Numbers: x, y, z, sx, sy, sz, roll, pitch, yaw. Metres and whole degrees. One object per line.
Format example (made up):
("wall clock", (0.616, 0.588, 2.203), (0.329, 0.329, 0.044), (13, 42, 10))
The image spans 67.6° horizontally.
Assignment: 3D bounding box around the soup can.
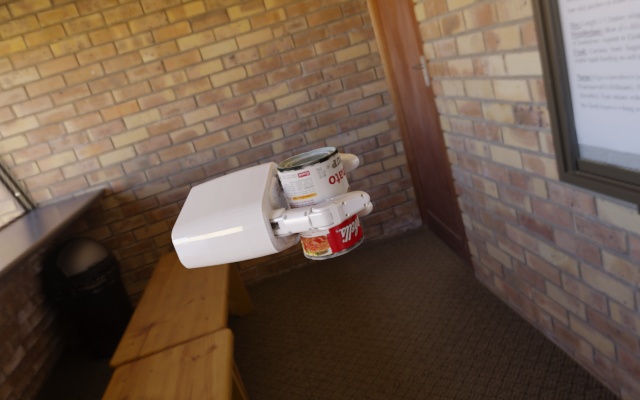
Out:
("soup can", (0.000, 0.001, 0.507), (0.068, 0.102, 0.068), (-16, 16, 5))
